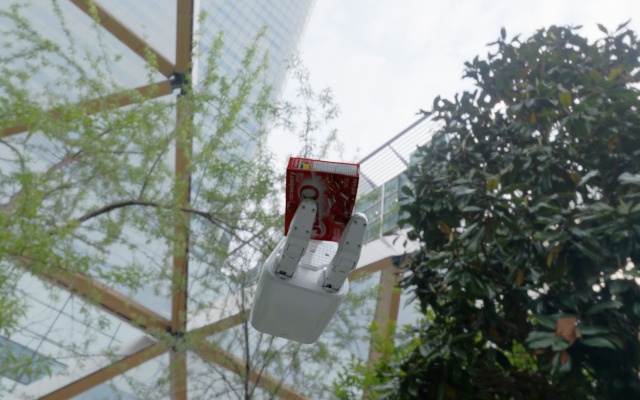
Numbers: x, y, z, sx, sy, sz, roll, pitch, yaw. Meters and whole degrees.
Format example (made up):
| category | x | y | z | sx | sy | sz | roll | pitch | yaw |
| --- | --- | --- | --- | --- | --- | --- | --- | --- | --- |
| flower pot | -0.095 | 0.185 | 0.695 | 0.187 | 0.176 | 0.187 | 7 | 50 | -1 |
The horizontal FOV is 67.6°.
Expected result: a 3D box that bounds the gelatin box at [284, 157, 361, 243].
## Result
| category | x | y | z | sx | sy | sz | roll | pitch | yaw |
| --- | --- | --- | --- | --- | --- | --- | --- | --- | --- |
| gelatin box | 0.000 | 0.001 | 0.499 | 0.073 | 0.089 | 0.030 | 7 | 35 | 2 |
